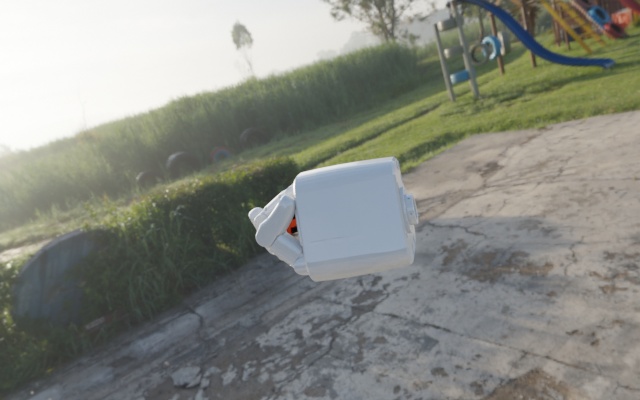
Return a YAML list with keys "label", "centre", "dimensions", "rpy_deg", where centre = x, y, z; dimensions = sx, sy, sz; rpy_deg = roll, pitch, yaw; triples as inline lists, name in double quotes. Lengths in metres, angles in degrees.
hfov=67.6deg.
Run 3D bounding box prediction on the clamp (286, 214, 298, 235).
- label: "clamp"
  centre: [0.000, 0.001, 0.612]
  dimensions: [0.120, 0.039, 0.171]
  rpy_deg: [-9, 17, 16]
